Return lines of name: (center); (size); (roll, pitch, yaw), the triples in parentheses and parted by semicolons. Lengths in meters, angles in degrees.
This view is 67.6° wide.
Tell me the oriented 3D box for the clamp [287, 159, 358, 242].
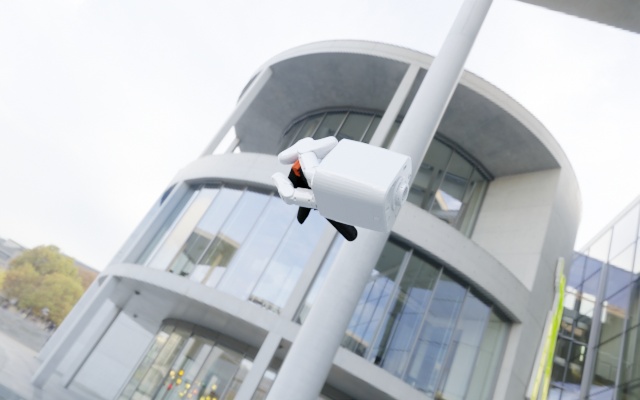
clamp: (0.000, 0.002, 0.759); (0.120, 0.039, 0.172); (17, -31, 23)
